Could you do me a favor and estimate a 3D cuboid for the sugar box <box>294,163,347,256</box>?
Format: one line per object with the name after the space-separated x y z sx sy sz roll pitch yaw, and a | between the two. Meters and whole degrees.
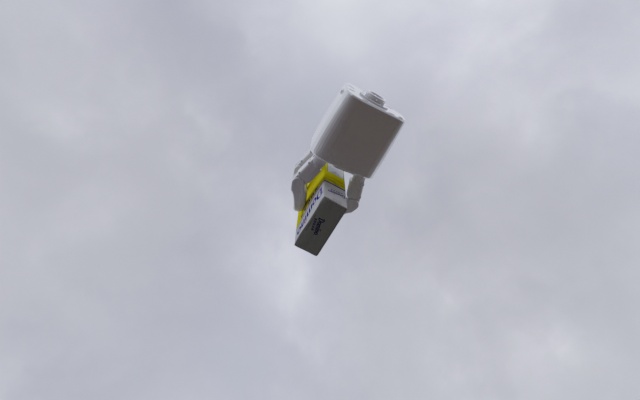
0.000 0.002 0.760 0.048 0.093 0.176 28 21 -9 | sugar box
